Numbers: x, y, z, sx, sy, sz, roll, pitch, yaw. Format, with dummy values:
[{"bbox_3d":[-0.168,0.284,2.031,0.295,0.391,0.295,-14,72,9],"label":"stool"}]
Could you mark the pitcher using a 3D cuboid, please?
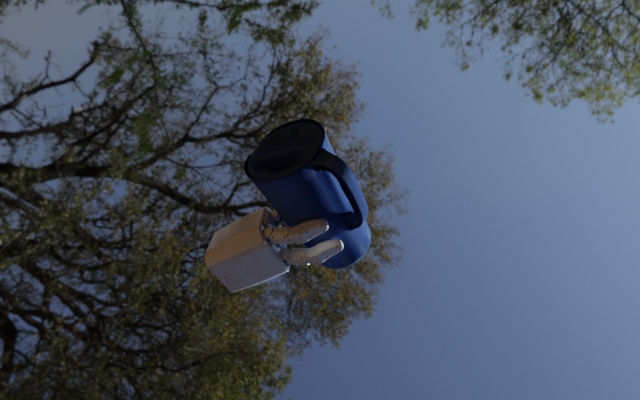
[{"bbox_3d":[0.000,0.003,0.760,0.145,0.243,0.149,-25,39,9],"label":"pitcher"}]
